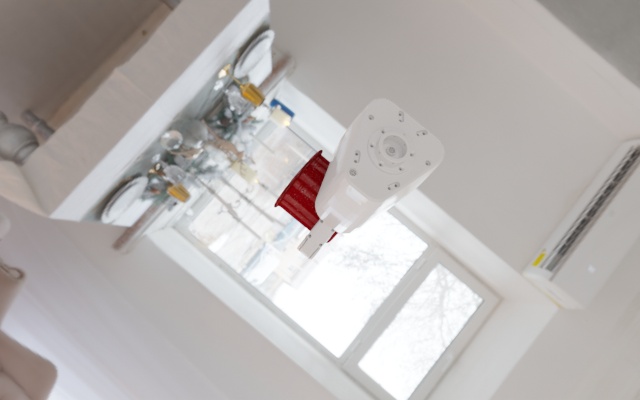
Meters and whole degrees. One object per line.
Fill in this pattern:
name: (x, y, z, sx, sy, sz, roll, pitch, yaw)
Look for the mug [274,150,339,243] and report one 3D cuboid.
mug: (0.000, 0.003, 0.602, 0.081, 0.093, 0.117, 40, -22, 1)
